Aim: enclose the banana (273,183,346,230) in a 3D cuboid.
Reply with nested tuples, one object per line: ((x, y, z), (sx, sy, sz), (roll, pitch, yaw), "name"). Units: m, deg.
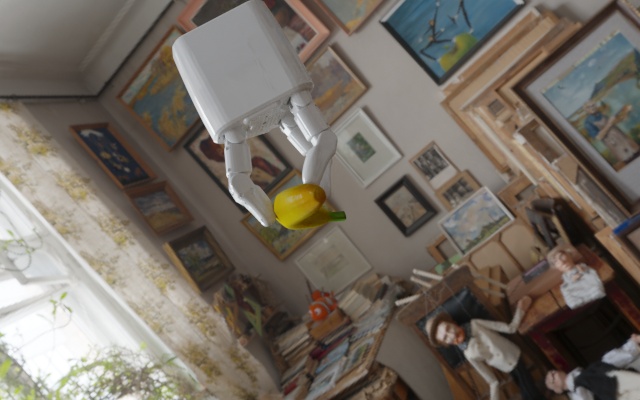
((-0.017, 0.007, 0.507), (0.069, 0.037, 0.198), (-16, -8, 7), "banana")
